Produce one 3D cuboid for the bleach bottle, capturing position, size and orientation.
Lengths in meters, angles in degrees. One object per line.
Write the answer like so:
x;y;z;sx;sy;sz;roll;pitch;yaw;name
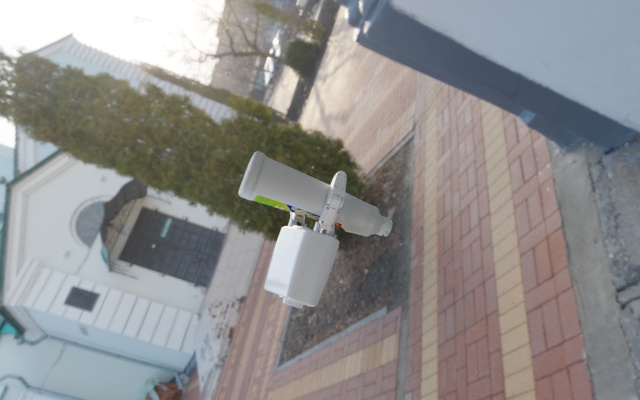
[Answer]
0.000;0.002;0.759;0.251;0.068;0.102;20;-12;-11;bleach bottle
